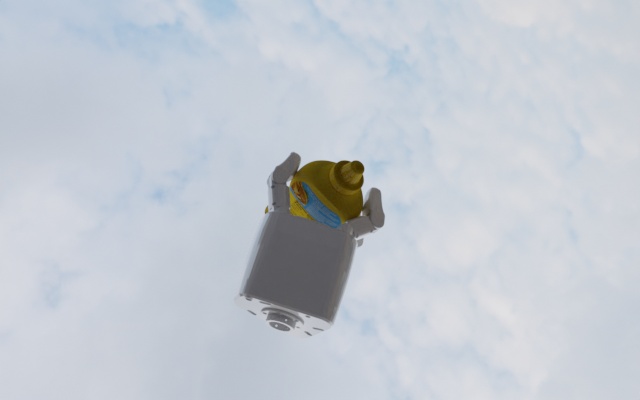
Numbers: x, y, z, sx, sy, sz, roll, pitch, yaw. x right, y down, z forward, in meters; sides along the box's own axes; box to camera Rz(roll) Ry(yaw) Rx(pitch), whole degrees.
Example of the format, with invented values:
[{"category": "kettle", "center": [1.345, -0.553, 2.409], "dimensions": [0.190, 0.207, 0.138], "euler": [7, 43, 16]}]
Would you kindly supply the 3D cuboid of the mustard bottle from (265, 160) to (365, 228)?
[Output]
[{"category": "mustard bottle", "center": [0.000, 0.002, 0.609], "dimensions": [0.058, 0.096, 0.192], "euler": [-44, 0, -36]}]
